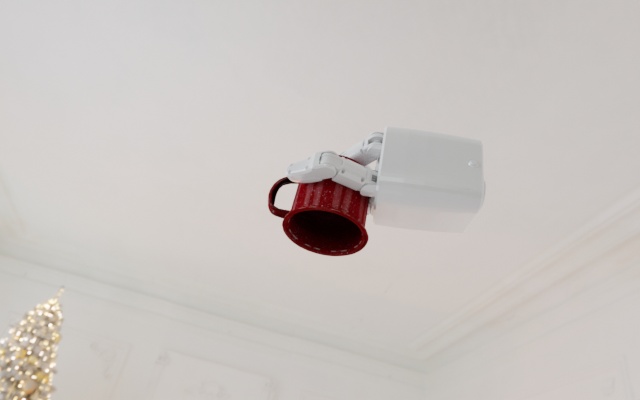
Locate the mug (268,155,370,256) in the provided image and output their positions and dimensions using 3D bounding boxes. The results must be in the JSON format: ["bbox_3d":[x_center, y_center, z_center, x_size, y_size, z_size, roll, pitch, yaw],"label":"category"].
[{"bbox_3d":[-0.001,0.001,0.531,0.117,0.081,0.093,8,-36,7],"label":"mug"}]
